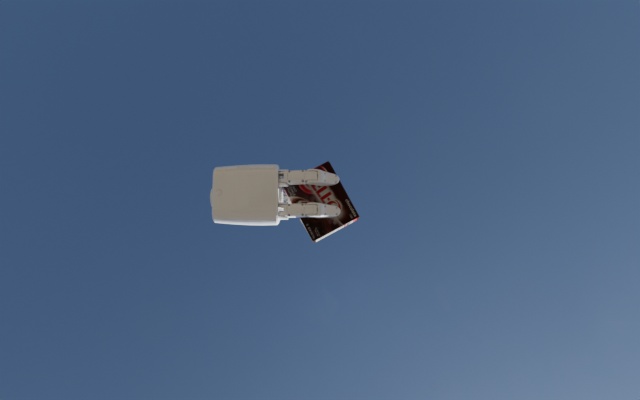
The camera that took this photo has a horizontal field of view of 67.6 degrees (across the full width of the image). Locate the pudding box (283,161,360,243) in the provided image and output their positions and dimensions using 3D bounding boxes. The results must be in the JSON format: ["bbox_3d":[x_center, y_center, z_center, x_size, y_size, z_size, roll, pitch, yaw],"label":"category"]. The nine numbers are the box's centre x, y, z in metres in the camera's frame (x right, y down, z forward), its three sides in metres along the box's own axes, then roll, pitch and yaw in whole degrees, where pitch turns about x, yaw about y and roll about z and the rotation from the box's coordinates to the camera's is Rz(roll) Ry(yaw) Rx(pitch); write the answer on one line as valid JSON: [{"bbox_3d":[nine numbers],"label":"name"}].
[{"bbox_3d":[0.000,0.003,0.810,0.090,0.113,0.039,-28,-7,-6],"label":"pudding box"}]
